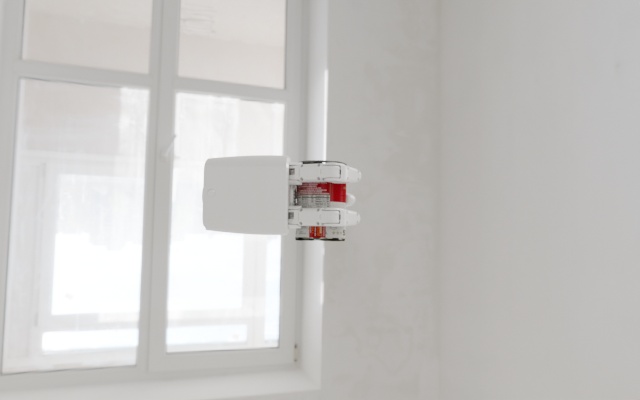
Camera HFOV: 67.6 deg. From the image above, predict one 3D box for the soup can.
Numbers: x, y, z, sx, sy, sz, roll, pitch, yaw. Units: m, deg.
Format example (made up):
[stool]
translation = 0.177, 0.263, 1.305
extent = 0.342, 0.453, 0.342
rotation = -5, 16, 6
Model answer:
[soup can]
translation = 0.001, 0.002, 0.628
extent = 0.068, 0.102, 0.068
rotation = 1, -4, 0
